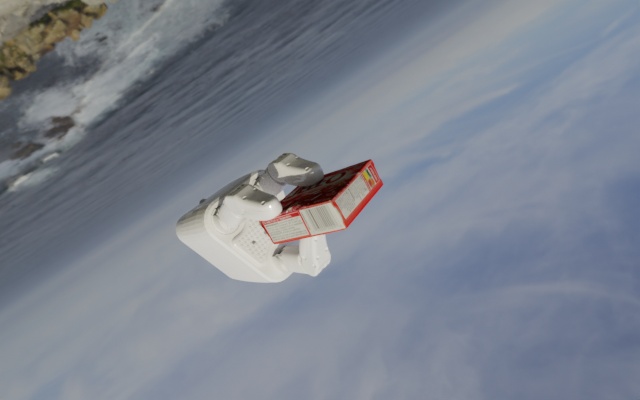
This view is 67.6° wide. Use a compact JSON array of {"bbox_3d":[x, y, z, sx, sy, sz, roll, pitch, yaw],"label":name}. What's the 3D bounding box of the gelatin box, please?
[{"bbox_3d":[0.001,0.002,0.417,0.089,0.030,0.073,-15,20,41],"label":"gelatin box"}]
